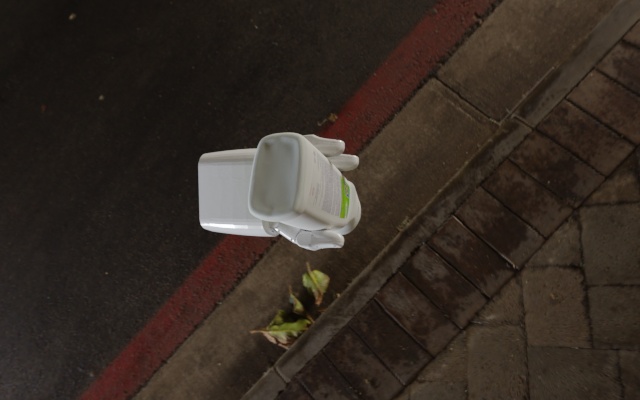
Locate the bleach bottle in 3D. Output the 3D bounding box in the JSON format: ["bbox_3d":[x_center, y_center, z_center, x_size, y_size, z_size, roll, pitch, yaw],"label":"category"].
[{"bbox_3d":[0.000,0.002,0.620,0.068,0.102,0.251,0,-15,23],"label":"bleach bottle"}]
